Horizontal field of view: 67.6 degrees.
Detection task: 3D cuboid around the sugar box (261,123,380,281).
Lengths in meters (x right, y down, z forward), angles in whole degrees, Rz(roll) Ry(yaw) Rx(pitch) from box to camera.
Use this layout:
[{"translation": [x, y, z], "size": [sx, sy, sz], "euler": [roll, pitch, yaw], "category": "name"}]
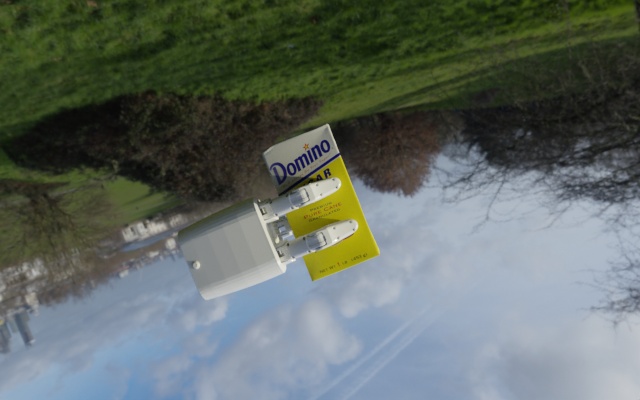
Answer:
[{"translation": [0.000, 0.002, 0.603], "size": [0.093, 0.176, 0.048], "euler": [-23, 1, 3], "category": "sugar box"}]
